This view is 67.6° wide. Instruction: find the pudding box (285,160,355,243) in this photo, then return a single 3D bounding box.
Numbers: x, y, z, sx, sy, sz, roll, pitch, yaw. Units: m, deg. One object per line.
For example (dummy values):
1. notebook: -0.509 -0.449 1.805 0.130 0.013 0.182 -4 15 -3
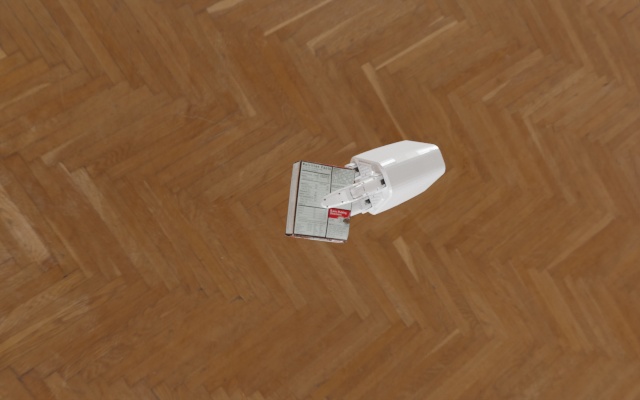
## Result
1. pudding box: 0.000 0.002 0.706 0.090 0.113 0.039 9 -8 -19
